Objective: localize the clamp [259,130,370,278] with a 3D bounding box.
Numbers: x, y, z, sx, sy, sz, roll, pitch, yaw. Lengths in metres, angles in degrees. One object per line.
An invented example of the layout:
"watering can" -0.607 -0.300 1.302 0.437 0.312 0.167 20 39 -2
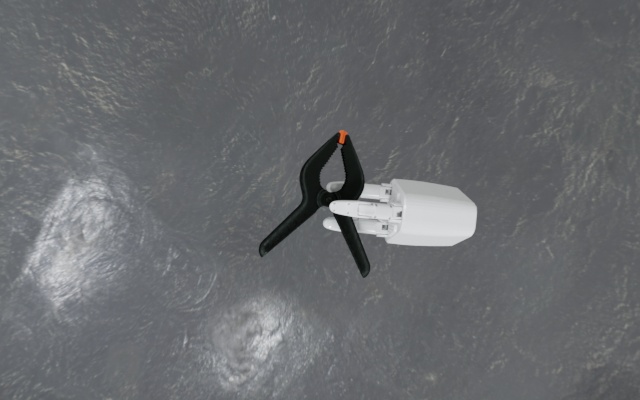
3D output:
"clamp" 0.000 0.002 0.689 0.164 0.210 0.036 5 2 -6
